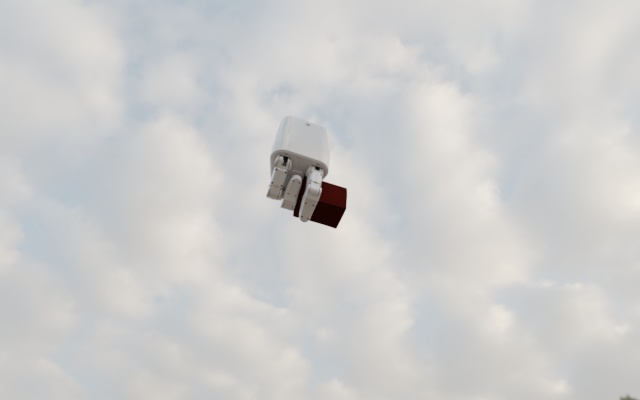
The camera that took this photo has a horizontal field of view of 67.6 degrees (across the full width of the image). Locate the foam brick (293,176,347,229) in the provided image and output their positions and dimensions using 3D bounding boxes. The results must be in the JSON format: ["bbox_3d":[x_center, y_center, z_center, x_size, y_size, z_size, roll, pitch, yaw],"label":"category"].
[{"bbox_3d":[0.000,0.003,0.791,0.078,0.051,0.053,17,-48,-11],"label":"foam brick"}]
